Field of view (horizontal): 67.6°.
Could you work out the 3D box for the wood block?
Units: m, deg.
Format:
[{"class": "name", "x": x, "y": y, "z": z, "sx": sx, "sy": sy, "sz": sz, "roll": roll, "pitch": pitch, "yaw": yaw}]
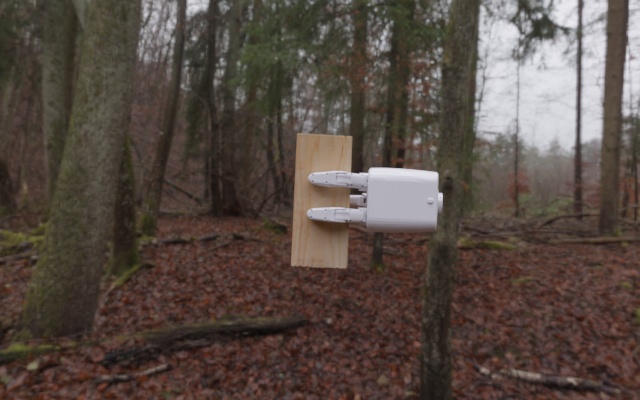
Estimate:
[{"class": "wood block", "x": 0.001, "y": 0.002, "z": 0.781, "sx": 0.090, "sy": 0.206, "sz": 0.091, "roll": 3, "pitch": -3, "yaw": -2}]
